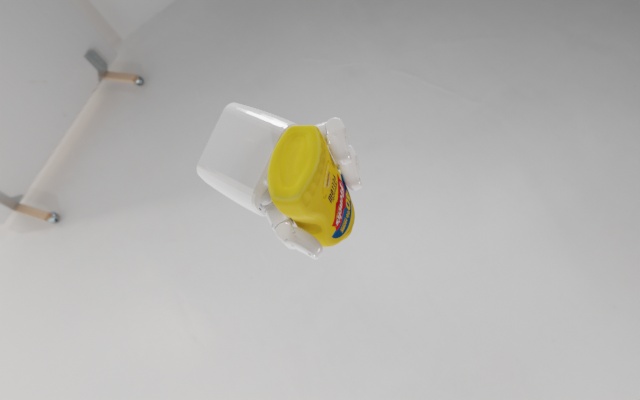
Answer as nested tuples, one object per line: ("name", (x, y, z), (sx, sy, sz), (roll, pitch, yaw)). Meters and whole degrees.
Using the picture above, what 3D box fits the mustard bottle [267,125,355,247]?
("mustard bottle", (0.000, 0.002, 0.568), (0.058, 0.096, 0.192), (0, -27, 19))
